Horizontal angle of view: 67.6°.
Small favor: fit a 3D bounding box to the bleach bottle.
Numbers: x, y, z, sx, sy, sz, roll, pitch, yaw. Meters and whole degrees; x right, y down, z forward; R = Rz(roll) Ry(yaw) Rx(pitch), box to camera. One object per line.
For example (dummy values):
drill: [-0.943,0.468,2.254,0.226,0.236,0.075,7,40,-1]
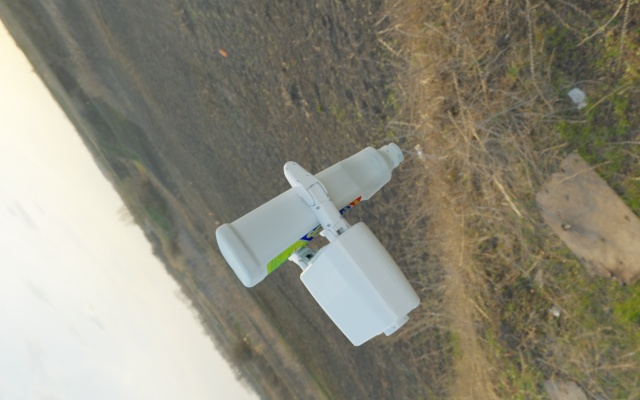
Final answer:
bleach bottle: [0.000,0.002,0.569,0.251,0.068,0.103,-34,-12,-18]
